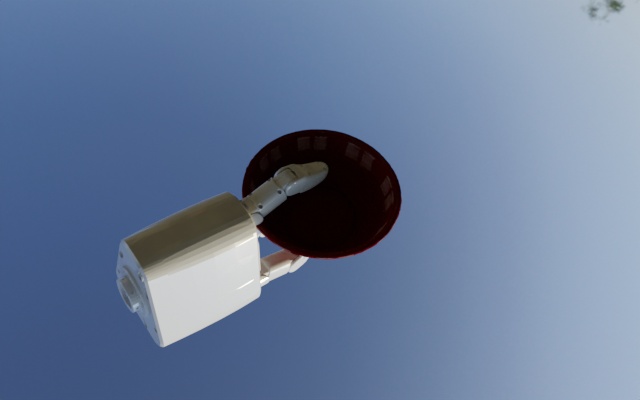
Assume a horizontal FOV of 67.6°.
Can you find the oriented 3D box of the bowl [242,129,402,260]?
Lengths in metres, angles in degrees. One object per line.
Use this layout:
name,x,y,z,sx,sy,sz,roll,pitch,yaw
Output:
bowl,0.001,0.002,0.504,0.162,0.162,0.055,0,-35,-6
